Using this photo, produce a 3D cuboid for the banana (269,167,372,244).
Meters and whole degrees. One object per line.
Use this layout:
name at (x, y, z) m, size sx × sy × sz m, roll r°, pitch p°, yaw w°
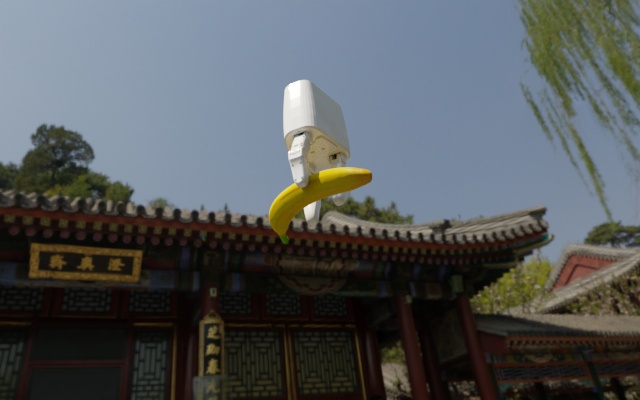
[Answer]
banana at (-0.016, -0.003, 0.688) m, size 0.070 × 0.037 × 0.198 m, roll 26°, pitch -45°, yaw -33°
